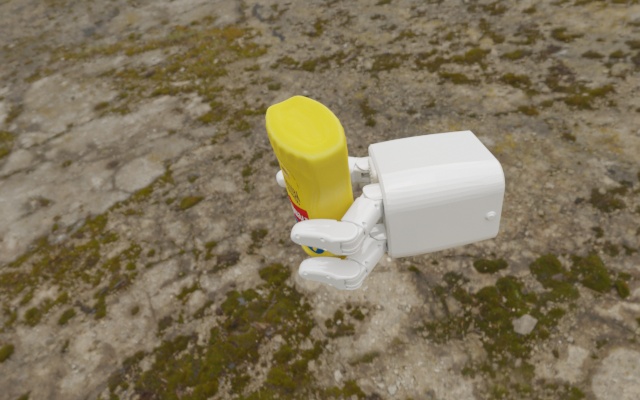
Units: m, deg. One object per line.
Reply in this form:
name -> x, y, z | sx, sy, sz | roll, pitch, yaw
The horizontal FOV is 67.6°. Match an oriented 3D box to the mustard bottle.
mustard bottle -> 0.000, 0.001, 0.462 | 0.058, 0.192, 0.096 | -27, 46, -14
